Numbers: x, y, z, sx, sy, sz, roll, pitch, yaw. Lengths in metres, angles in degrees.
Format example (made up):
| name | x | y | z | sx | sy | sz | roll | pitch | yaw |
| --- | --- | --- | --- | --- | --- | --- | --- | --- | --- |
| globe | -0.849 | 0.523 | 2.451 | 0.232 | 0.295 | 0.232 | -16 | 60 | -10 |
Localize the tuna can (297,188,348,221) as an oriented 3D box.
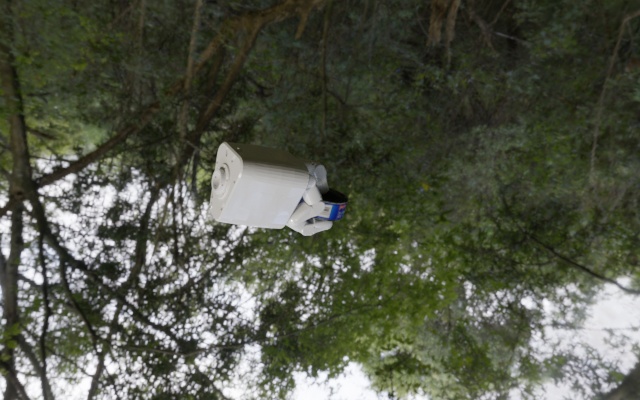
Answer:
| name | x | y | z | sx | sy | sz | roll | pitch | yaw |
| --- | --- | --- | --- | --- | --- | --- | --- | --- | --- |
| tuna can | 0.000 | 0.003 | 0.790 | 0.086 | 0.034 | 0.086 | 14 | 17 | -4 |
